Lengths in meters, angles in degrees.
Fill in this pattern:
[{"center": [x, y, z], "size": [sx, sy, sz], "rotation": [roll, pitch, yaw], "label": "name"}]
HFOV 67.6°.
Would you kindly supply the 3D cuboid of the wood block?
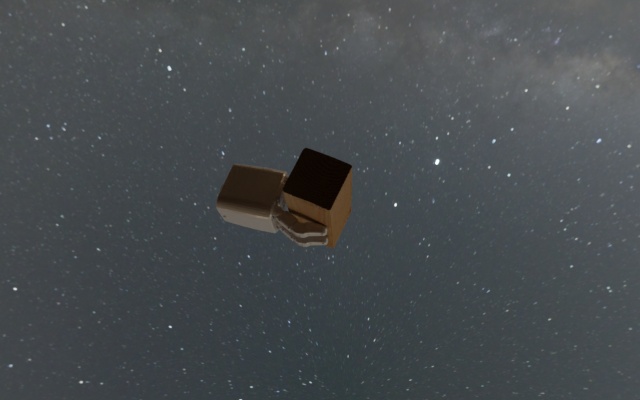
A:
[{"center": [0.000, 0.002, 0.870], "size": [0.090, 0.090, 0.206], "rotation": [22, -19, 11], "label": "wood block"}]
